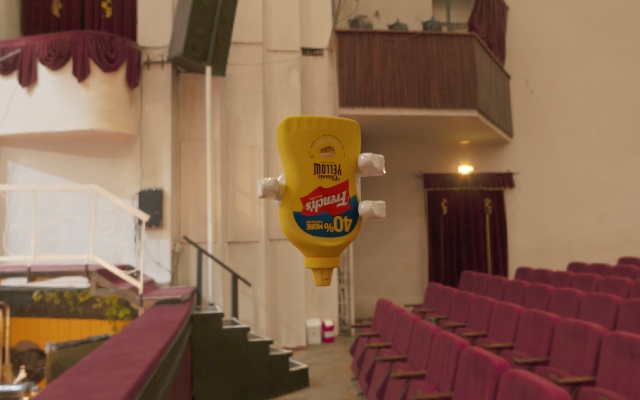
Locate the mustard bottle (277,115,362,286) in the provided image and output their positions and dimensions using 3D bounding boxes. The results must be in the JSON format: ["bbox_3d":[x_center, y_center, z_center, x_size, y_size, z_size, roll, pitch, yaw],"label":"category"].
[{"bbox_3d":[0.000,0.002,0.551,0.096,0.191,0.058,1,-5,-21],"label":"mustard bottle"}]
